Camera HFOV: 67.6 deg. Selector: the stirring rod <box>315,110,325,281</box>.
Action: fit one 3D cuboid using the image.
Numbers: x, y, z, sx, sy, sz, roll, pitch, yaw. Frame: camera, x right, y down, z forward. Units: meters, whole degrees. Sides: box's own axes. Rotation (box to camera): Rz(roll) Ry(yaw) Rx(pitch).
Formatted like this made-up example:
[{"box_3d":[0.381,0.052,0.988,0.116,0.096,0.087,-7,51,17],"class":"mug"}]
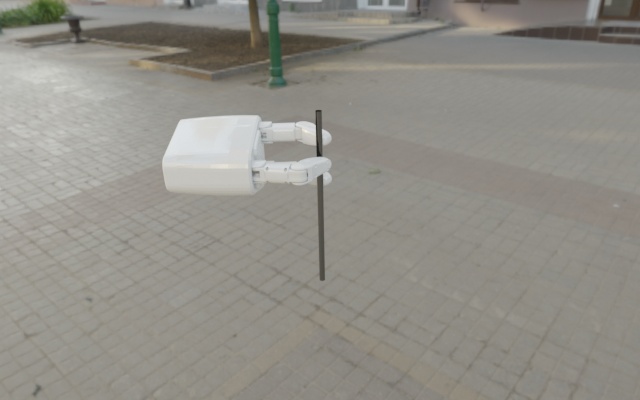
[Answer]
[{"box_3d":[0.000,0.002,0.619,0.011,0.240,0.011,-1,25,0],"class":"stirring rod"}]
